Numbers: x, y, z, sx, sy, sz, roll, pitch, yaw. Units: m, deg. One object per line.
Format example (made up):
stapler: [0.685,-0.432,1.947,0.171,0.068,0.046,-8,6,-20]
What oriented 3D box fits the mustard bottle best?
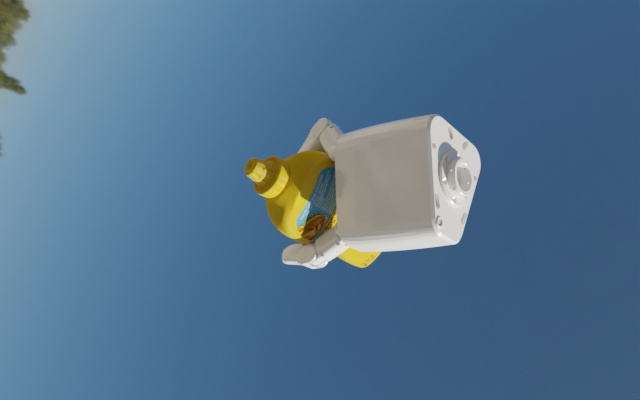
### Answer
mustard bottle: [0.000,0.002,0.509,0.192,0.096,0.058,27,0,-39]
